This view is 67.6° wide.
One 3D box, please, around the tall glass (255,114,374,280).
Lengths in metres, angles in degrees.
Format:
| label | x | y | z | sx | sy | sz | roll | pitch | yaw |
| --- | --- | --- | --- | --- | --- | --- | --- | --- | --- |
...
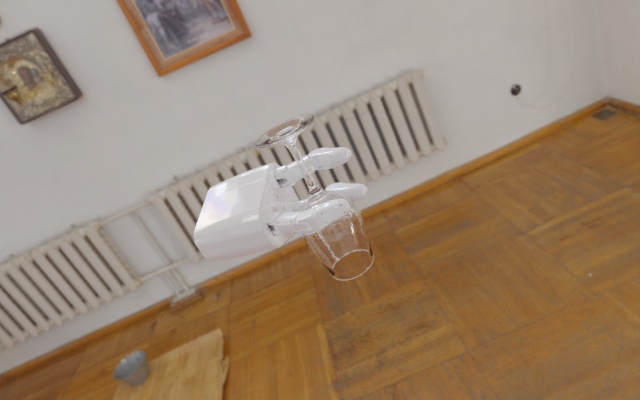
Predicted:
| label | x | y | z | sx | sy | sz | roll | pitch | yaw |
| --- | --- | --- | --- | --- | --- | --- | --- | --- | --- |
| tall glass | 0.000 | 0.001 | 0.579 | 0.079 | 0.201 | 0.079 | -22 | 24 | 11 |
